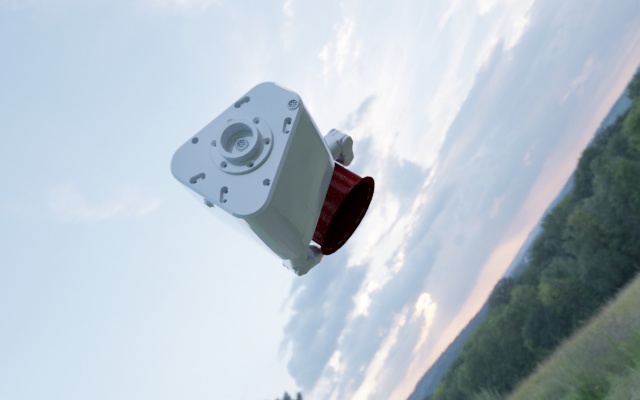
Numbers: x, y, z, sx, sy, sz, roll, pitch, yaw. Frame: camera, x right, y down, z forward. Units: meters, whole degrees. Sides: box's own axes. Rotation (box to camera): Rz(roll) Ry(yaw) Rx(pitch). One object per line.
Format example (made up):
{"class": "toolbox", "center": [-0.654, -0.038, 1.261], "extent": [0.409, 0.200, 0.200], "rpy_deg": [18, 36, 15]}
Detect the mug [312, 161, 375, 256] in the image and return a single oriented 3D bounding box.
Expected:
{"class": "mug", "center": [0.000, 0.002, 0.511], "extent": [0.081, 0.093, 0.117], "rpy_deg": [32, -13, 22]}
